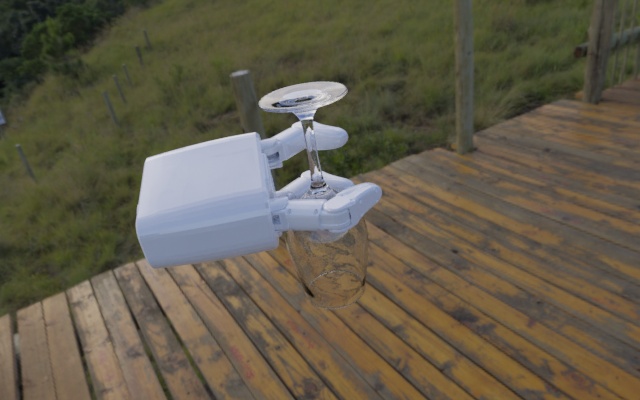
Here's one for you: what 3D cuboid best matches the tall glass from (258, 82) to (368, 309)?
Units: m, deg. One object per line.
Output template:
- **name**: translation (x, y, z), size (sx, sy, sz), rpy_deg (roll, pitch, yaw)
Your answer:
- **tall glass**: translation (0.000, 0.001, 0.433), size (0.079, 0.201, 0.079), rpy_deg (-8, 27, 4)
